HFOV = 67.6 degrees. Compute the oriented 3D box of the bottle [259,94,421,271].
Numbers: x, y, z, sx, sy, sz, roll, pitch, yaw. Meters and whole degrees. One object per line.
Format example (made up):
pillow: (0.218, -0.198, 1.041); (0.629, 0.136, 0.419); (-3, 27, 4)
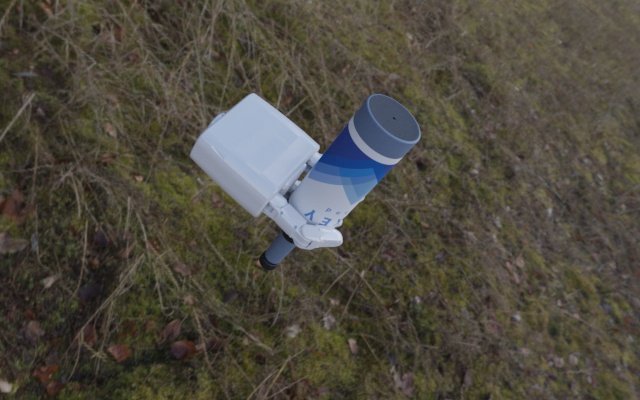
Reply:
bottle: (0.000, 0.002, 0.571); (0.069, 0.069, 0.296); (0, -35, -38)
